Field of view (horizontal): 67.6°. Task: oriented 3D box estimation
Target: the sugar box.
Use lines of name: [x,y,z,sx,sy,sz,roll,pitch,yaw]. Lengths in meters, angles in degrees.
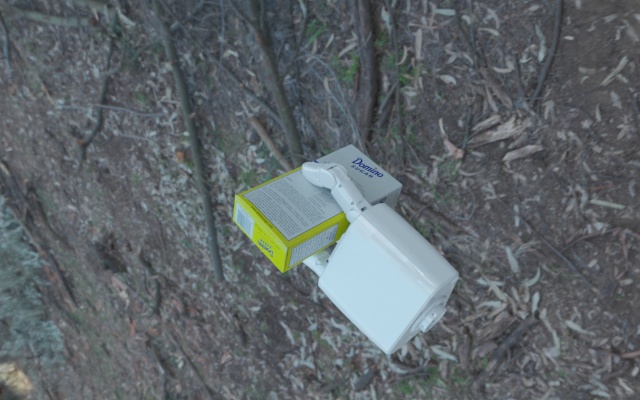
sugar box: [0.000,0.002,0.541,0.176,0.048,0.093,-24,54,-36]
